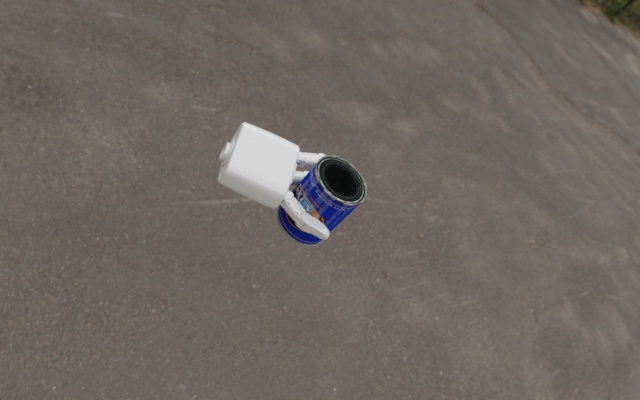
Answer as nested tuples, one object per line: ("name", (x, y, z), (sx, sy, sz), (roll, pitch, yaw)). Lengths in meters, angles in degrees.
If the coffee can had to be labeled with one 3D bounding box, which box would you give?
("coffee can", (0.000, 0.003, 0.839), (0.103, 0.102, 0.140), (0, -33, -38))
